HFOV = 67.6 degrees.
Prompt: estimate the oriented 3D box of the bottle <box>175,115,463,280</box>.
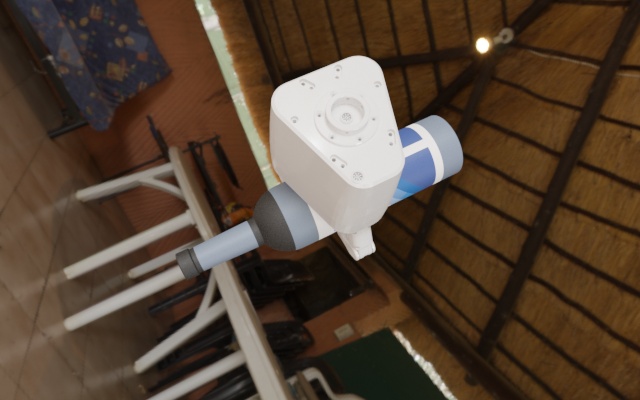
[{"bbox_3d":[0.000,0.002,0.477,0.295,0.069,0.069,-25,5,-12],"label":"bottle"}]
